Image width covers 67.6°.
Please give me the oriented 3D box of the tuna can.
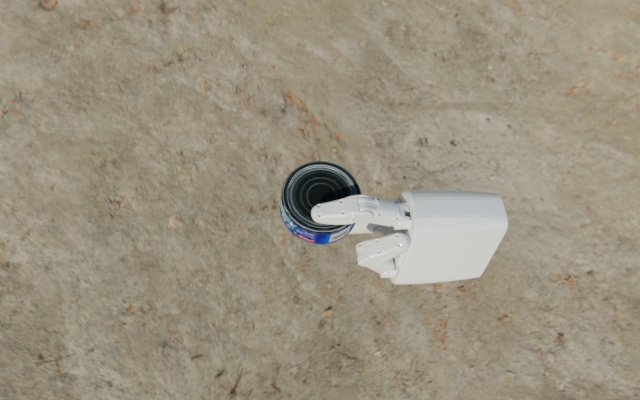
[{"bbox_3d":[0.000,0.001,0.506,0.086,0.086,0.034,0,-25,-6],"label":"tuna can"}]
